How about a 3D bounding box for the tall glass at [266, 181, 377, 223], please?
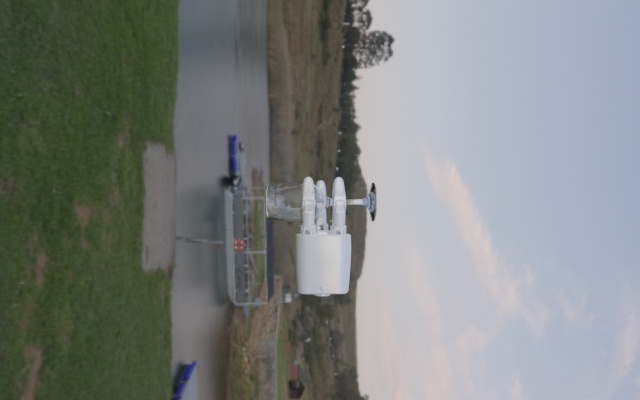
[{"bbox_3d":[0.001,0.003,0.890,0.201,0.079,0.079,0,0,-4],"label":"tall glass"}]
